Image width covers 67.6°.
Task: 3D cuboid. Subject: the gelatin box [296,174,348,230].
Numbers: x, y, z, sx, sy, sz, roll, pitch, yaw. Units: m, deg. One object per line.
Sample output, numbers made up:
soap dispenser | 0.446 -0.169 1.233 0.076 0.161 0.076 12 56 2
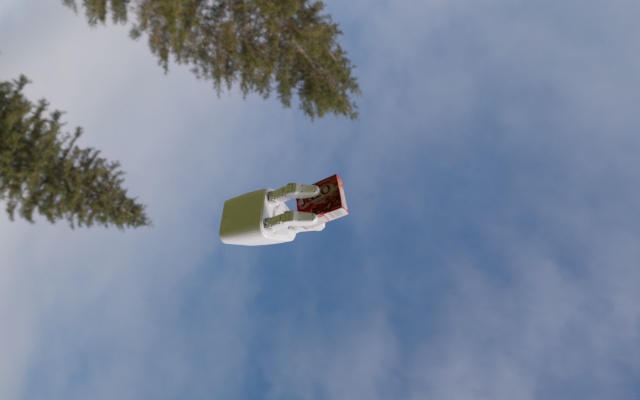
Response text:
gelatin box | 0.001 0.003 0.855 0.089 0.073 0.030 -22 -35 19
